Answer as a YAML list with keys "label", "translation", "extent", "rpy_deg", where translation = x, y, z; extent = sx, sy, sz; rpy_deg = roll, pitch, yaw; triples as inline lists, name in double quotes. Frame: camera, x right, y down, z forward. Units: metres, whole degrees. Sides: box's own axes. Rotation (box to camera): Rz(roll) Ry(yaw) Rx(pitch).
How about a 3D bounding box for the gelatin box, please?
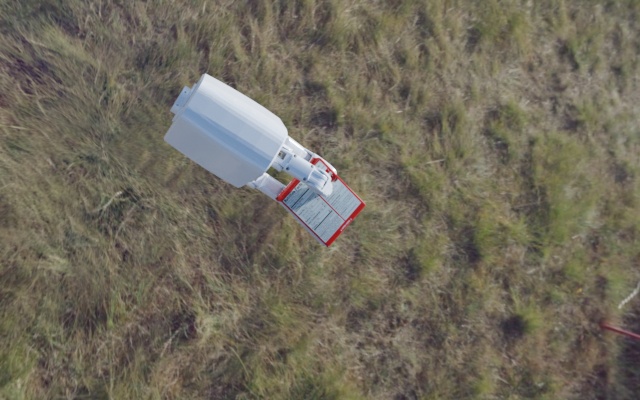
- label: "gelatin box"
  translation: [0.000, 0.002, 0.595]
  extent: [0.089, 0.073, 0.030]
  rpy_deg: [45, -11, -14]
